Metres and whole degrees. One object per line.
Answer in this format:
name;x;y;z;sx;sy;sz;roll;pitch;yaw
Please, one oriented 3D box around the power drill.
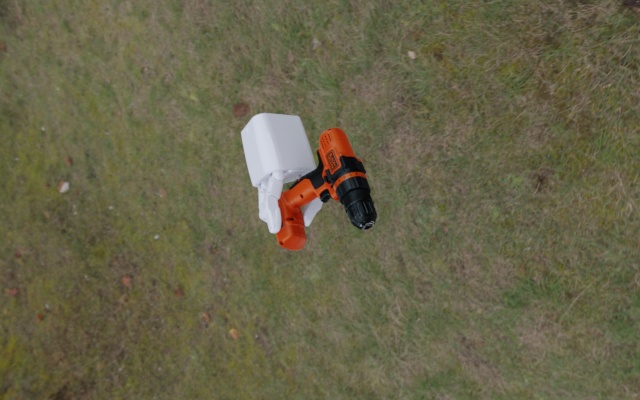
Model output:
power drill;0.000;0.003;0.769;0.057;0.184;0.188;17;-46;-42
